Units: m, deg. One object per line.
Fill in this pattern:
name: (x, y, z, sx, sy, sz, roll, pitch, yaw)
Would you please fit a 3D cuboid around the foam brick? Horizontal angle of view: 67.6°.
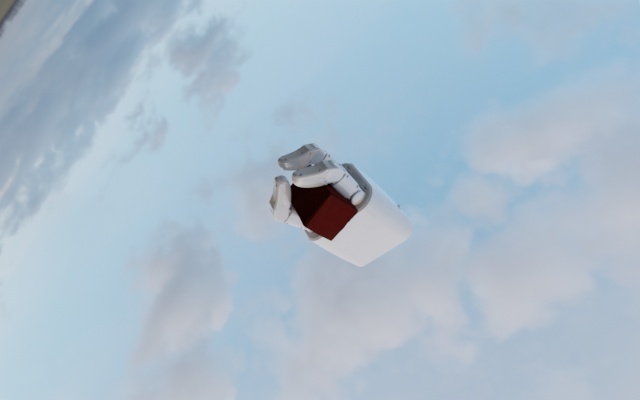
foam brick: (0.000, 0.002, 0.593, 0.051, 0.053, 0.078, 33, 15, -37)
